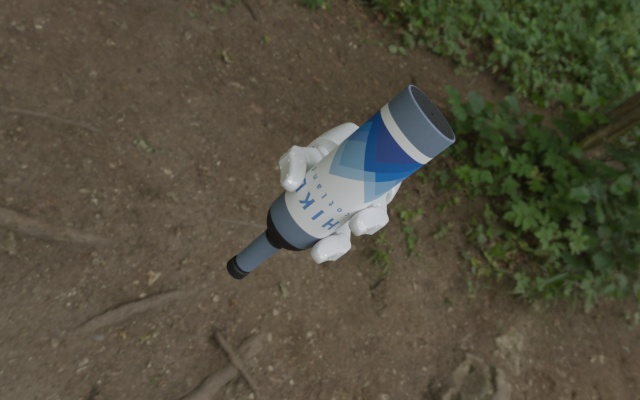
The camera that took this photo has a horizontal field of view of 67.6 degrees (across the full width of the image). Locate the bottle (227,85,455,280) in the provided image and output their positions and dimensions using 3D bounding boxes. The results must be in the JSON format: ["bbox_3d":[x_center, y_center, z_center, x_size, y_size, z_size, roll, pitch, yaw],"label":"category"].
[{"bbox_3d":[0.000,0.002,0.502,0.296,0.069,0.069,-39,-21,28],"label":"bottle"}]
